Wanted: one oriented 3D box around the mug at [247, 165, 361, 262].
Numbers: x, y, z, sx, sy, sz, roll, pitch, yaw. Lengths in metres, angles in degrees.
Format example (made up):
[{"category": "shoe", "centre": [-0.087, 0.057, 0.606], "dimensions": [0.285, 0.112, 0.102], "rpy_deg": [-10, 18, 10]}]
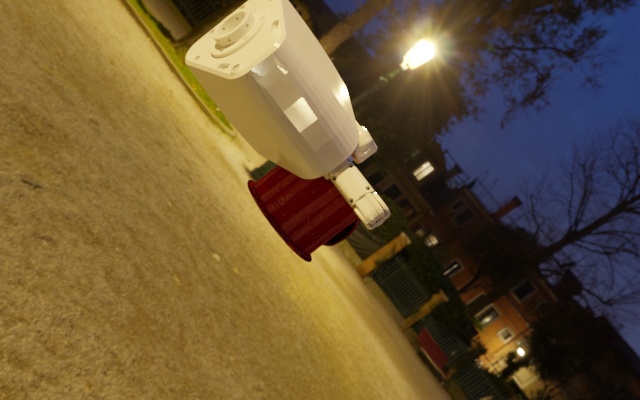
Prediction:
[{"category": "mug", "centre": [0.001, 0.002, 0.441], "dimensions": [0.117, 0.081, 0.093], "rpy_deg": [49, 5, -42]}]
